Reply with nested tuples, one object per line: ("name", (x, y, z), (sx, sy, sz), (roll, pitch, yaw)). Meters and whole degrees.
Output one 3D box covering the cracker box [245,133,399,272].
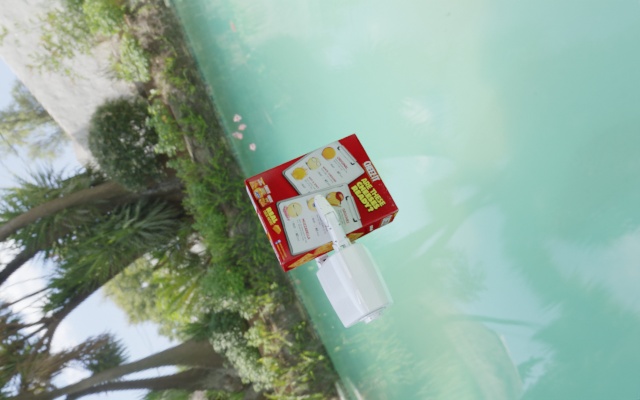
("cracker box", (0.000, 0.003, 0.826), (0.213, 0.164, 0.072), (-24, -18, -10))
